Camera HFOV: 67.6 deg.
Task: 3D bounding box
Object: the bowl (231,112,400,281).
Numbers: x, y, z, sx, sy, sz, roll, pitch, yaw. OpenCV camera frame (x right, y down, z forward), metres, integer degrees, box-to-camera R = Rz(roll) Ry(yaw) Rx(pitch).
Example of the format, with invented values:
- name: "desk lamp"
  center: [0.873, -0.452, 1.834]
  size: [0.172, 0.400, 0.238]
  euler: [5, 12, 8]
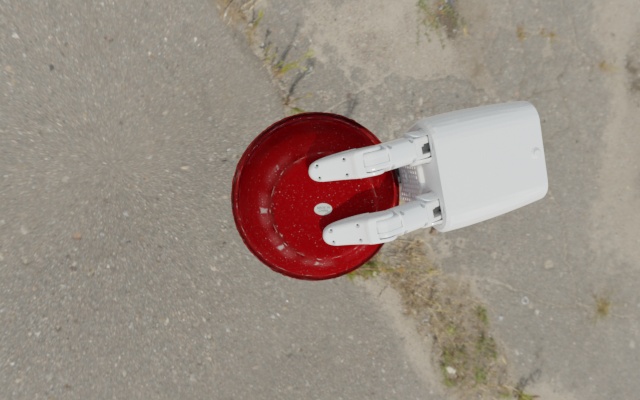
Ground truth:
- name: "bowl"
  center: [-0.001, 0.002, 0.427]
  size: [0.162, 0.162, 0.055]
  euler: [0, 8, -7]
